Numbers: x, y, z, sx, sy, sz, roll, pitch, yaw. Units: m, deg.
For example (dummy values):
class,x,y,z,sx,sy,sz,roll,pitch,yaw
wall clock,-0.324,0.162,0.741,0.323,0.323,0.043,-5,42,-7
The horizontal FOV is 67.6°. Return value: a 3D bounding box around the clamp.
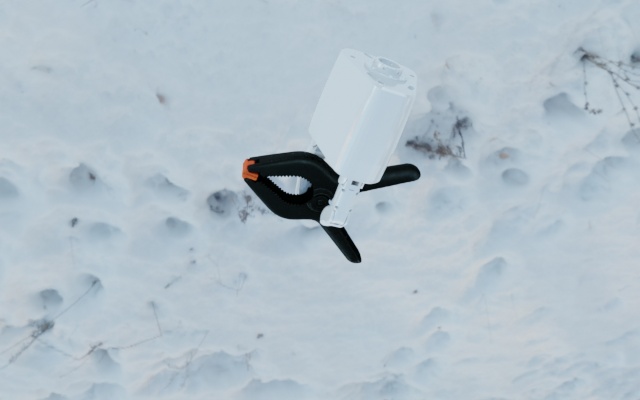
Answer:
class,x,y,z,sx,sy,sz,roll,pitch,yaw
clamp,0.000,0.002,0.600,0.210,0.165,0.036,13,32,-15
